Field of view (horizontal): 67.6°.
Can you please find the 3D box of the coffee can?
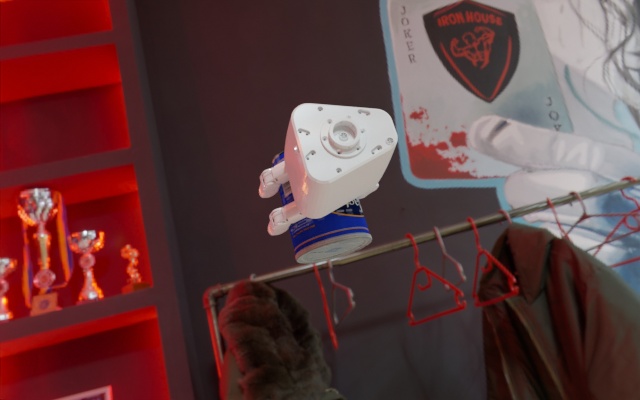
[{"bbox_3d":[0.000,0.002,0.642,0.103,0.140,0.103,-14,-17,-5],"label":"coffee can"}]
